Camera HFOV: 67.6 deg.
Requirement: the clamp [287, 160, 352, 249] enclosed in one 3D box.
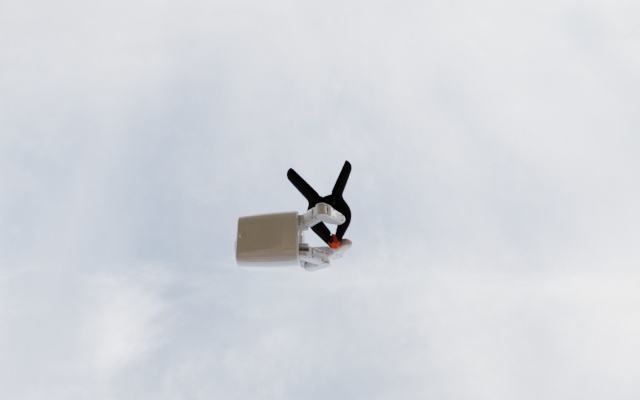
[{"bbox_3d":[0.000,0.003,0.850,0.120,0.171,0.039,-4,-30,3],"label":"clamp"}]
